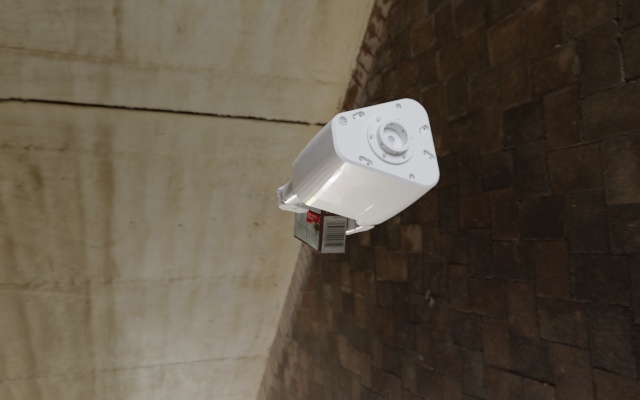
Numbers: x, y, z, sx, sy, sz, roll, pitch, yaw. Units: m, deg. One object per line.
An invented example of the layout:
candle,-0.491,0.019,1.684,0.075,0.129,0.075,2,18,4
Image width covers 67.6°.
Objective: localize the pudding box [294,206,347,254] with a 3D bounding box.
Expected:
pudding box,0.000,0.002,0.600,0.039,0.113,0.090,2,9,-23
